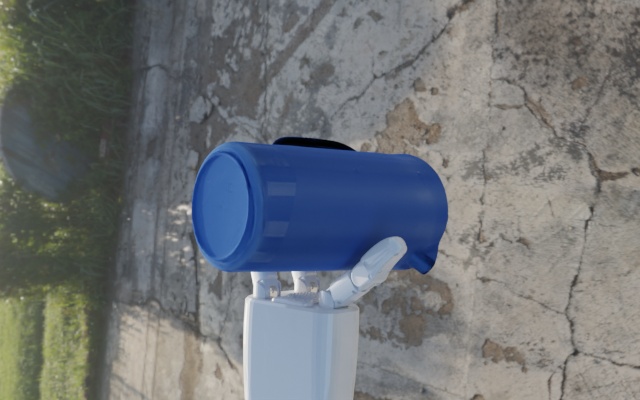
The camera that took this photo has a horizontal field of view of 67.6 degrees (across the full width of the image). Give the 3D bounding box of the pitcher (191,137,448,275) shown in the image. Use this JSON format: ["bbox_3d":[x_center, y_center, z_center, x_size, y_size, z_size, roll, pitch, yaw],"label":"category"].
[{"bbox_3d":[0.000,0.002,0.474,0.243,0.145,0.149,3,1,-43],"label":"pitcher"}]
